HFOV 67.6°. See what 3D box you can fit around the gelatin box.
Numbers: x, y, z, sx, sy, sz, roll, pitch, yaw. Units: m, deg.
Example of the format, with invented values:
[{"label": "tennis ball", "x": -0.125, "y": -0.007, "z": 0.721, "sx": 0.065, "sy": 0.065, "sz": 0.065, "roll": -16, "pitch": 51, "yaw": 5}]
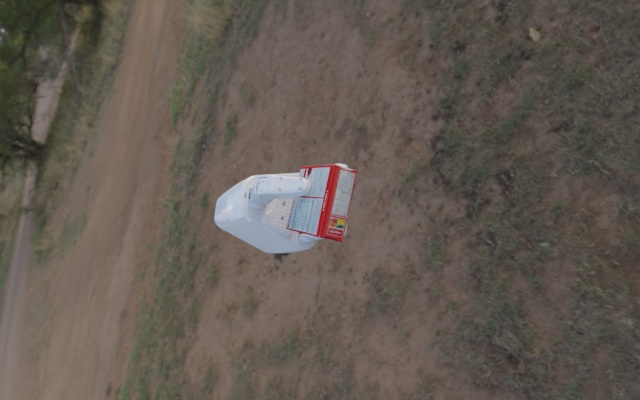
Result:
[{"label": "gelatin box", "x": 0.000, "y": 0.002, "z": 0.502, "sx": 0.030, "sy": 0.073, "sz": 0.089, "roll": 14, "pitch": -4, "yaw": -25}]
